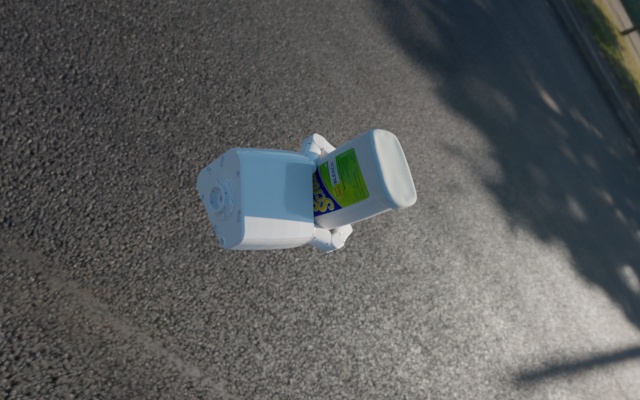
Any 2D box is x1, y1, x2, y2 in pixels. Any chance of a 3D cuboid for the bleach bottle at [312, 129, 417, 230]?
[{"bbox_3d":[0.000,0.002,0.634,0.068,0.102,0.251,1,-22,-47],"label":"bleach bottle"}]
